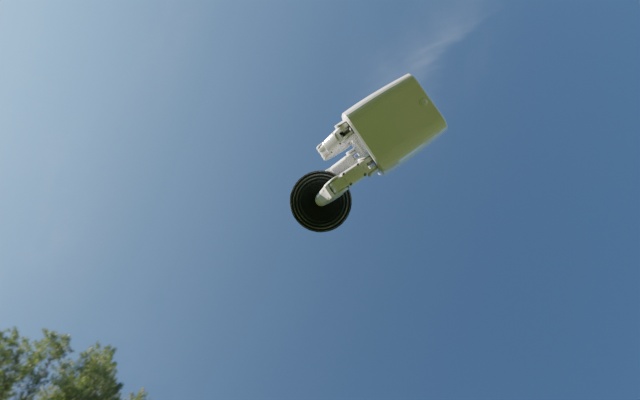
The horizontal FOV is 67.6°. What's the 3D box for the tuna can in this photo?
[{"bbox_3d":[0.000,0.002,0.674,0.086,0.086,0.034,0,-4,-1],"label":"tuna can"}]
